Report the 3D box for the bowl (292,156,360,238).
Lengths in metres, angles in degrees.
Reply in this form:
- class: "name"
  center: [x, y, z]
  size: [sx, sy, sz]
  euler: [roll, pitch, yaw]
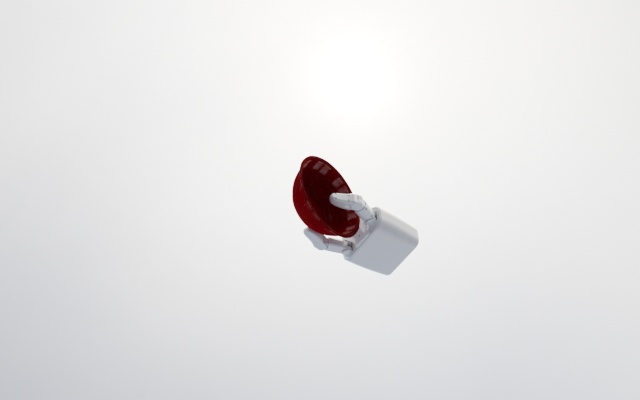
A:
- class: "bowl"
  center: [-0.001, 0.002, 0.851]
  size: [0.055, 0.162, 0.162]
  euler: [-30, -16, 29]
